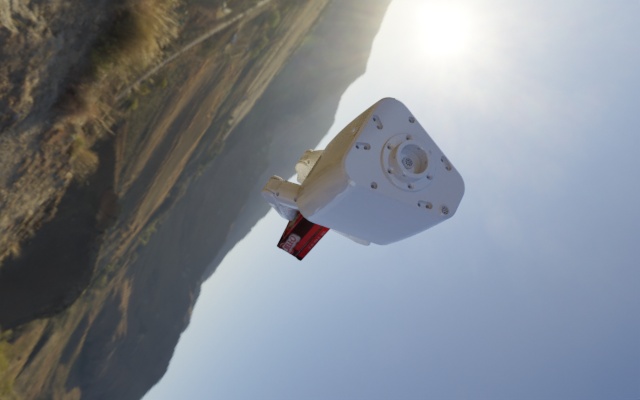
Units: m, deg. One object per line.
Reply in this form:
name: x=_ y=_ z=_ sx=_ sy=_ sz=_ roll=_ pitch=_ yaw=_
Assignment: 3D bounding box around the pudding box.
pudding box: x=0.000 y=0.002 z=0.545 sx=0.039 sy=0.090 sz=0.113 roll=36 pitch=38 yaw=-8
